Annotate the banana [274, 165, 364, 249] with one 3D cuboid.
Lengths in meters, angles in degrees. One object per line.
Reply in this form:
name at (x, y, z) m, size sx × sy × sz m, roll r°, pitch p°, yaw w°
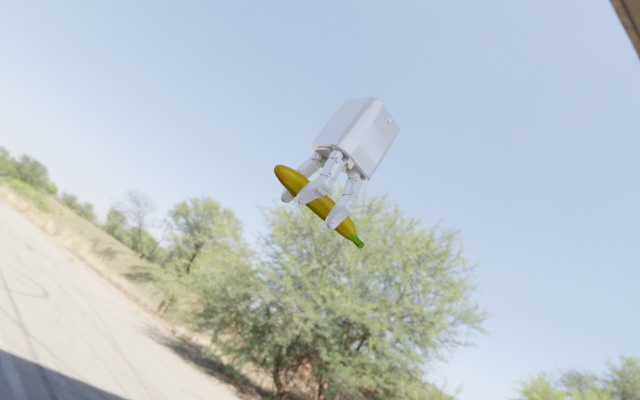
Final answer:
banana at (-0.003, 0.002, 0.786) m, size 0.198 × 0.037 × 0.069 m, roll 41°, pitch -5°, yaw -17°
